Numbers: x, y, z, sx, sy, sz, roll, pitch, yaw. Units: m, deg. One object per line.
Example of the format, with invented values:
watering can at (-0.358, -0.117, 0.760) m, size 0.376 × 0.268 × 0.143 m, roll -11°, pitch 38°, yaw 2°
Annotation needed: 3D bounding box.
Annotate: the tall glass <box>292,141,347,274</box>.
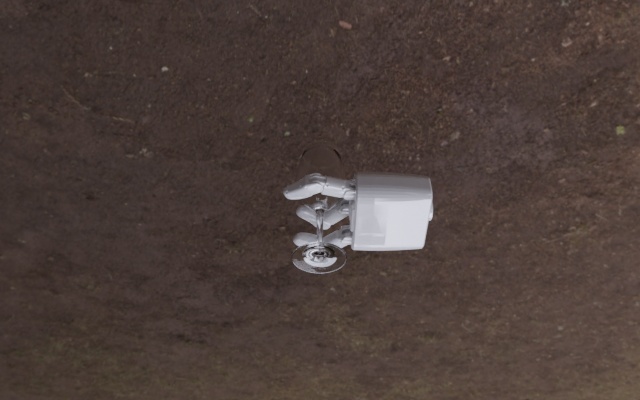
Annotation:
tall glass at (0.000, 0.003, 0.703) m, size 0.079 × 0.200 × 0.079 m, roll 0°, pitch -40°, yaw 0°
